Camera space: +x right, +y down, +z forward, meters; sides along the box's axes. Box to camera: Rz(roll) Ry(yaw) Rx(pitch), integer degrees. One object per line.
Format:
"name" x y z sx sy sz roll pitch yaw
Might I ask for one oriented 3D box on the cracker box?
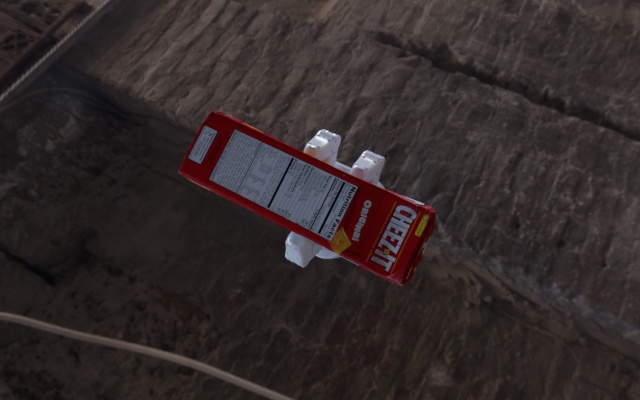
"cracker box" 0.000 0.002 0.460 0.213 0.072 0.164 25 -2 15
